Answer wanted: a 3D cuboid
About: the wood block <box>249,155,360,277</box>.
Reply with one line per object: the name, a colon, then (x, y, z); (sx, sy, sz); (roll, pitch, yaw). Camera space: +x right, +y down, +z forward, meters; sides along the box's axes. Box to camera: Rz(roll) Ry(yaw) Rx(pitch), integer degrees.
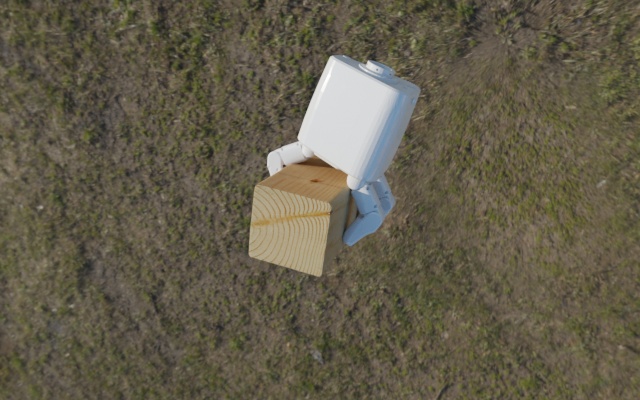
wood block: (0.000, 0.002, 0.602); (0.091, 0.090, 0.206); (14, 22, 16)
